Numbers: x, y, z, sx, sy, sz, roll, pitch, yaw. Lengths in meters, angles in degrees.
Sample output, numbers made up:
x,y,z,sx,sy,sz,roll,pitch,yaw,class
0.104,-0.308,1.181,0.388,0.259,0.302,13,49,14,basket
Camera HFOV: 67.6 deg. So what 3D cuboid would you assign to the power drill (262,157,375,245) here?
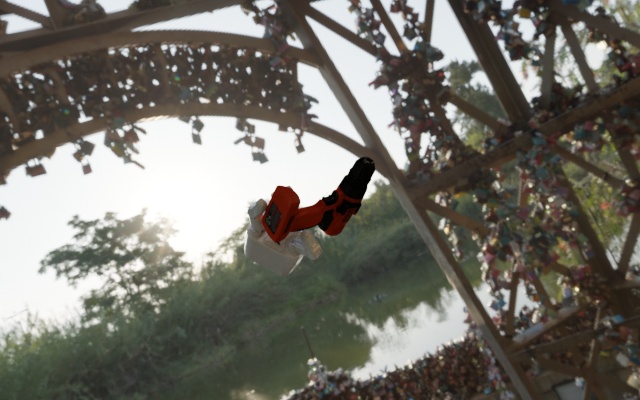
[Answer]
x,y,z,sx,sy,sz,roll,pitch,yaw,class
0.000,0.003,0.848,0.187,0.184,0.057,-8,47,-38,power drill
